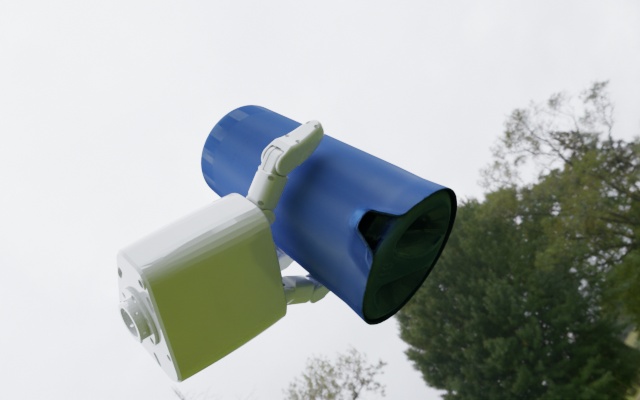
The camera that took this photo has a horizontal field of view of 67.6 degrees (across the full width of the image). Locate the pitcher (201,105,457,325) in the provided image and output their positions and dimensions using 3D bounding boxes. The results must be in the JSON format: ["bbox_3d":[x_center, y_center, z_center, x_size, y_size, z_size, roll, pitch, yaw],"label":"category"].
[{"bbox_3d":[0.000,0.002,0.471,0.242,0.149,0.145,33,43,32],"label":"pitcher"}]
